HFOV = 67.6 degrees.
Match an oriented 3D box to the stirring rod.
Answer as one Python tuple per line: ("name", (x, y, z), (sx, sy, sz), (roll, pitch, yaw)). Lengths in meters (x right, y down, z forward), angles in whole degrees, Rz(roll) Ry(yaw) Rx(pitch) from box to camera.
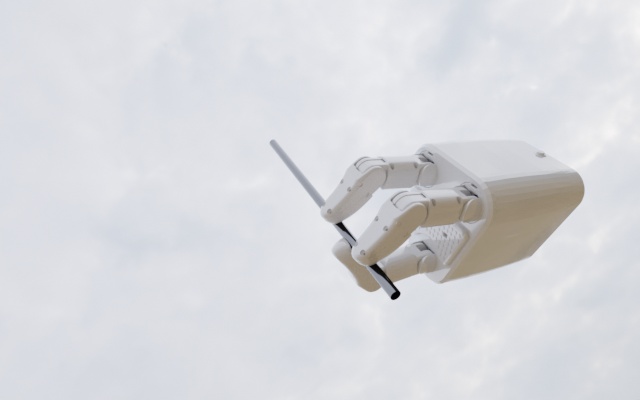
("stirring rod", (0.000, 0.001, 0.404), (0.011, 0.011, 0.239), (0, 31, -28))
